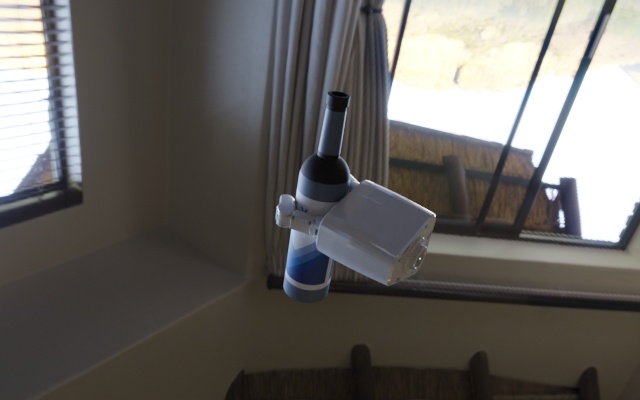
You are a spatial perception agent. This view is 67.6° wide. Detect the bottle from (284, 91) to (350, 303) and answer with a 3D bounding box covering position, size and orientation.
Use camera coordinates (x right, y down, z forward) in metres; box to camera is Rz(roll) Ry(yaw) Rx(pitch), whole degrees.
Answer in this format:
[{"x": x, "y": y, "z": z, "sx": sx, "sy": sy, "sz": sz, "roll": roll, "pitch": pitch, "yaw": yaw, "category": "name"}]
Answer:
[{"x": 0.000, "y": 0.002, "z": 0.634, "sx": 0.069, "sy": 0.296, "sz": 0.069, "roll": 7, "pitch": 29, "yaw": -4, "category": "bottle"}]
